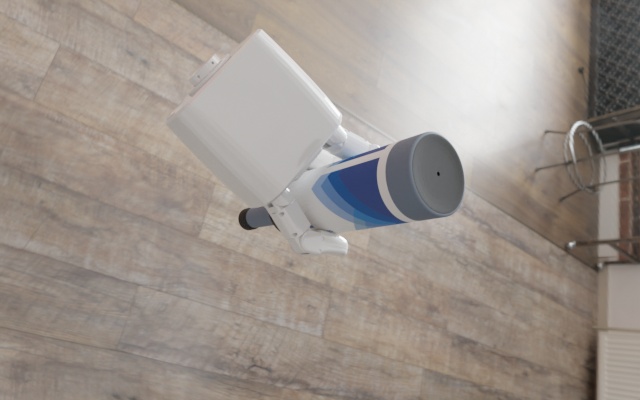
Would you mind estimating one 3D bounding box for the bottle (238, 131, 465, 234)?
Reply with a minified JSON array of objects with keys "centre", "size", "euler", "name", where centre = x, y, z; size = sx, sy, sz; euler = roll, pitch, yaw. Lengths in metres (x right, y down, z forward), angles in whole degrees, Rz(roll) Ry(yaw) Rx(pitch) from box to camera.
[{"centre":[0.000,0.002,0.476],"size":[0.069,0.069,0.296],"euler":[0,-9,-38],"name":"bottle"}]
